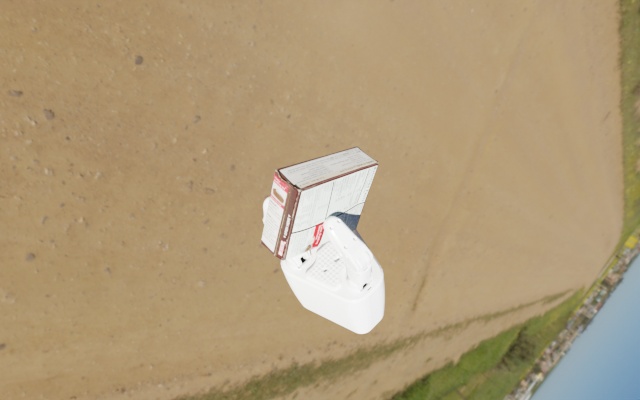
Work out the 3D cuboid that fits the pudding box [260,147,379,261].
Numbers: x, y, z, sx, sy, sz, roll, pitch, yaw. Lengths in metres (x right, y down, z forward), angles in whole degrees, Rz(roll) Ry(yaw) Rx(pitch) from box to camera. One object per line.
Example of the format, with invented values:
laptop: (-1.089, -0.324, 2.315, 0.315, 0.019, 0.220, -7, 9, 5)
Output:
pudding box: (0.000, 0.002, 0.476, 0.113, 0.090, 0.039, -22, 48, -42)
